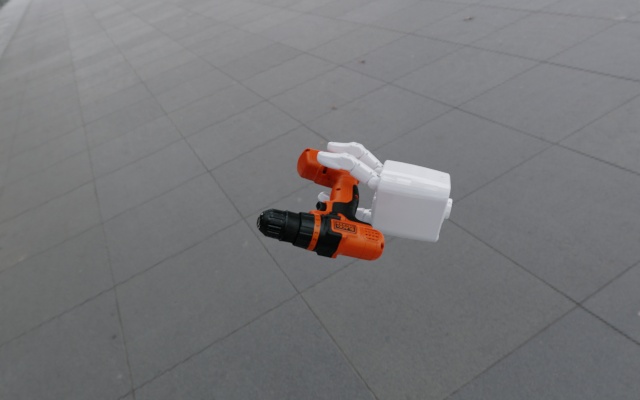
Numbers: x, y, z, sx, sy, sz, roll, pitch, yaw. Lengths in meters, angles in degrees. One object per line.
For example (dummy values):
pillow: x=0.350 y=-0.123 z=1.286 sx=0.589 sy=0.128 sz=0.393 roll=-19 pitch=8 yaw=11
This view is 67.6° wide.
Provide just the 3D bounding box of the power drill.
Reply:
power drill: x=0.000 y=0.002 z=0.721 sx=0.184 sy=0.187 sz=0.057 roll=15 pitch=-48 yaw=-14
